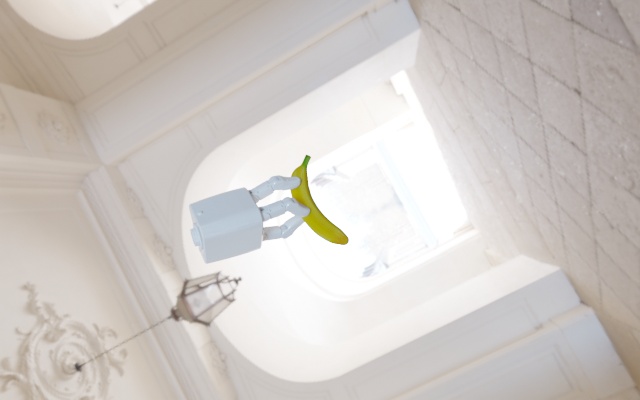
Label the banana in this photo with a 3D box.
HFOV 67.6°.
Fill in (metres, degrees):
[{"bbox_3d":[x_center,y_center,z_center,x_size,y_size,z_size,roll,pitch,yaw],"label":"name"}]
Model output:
[{"bbox_3d":[-0.013,0.010,0.889,0.037,0.197,0.070,1,-34,-48],"label":"banana"}]
